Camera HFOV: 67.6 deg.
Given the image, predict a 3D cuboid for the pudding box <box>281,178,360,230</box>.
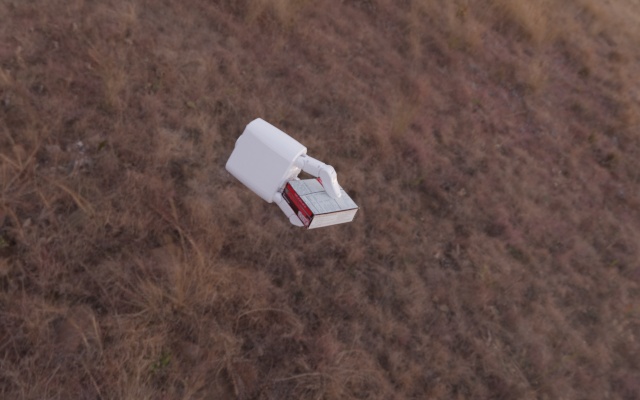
[{"bbox_3d":[0.000,0.003,0.845,0.113,0.039,0.090,-9,49,-40],"label":"pudding box"}]
